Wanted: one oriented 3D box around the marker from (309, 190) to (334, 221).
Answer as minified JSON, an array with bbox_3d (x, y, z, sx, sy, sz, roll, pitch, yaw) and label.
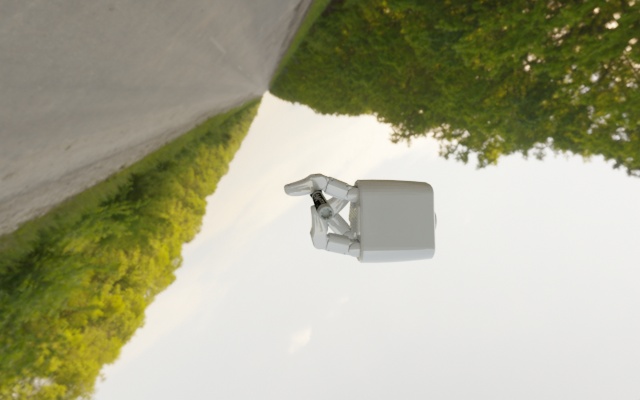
[{"bbox_3d":[0.000,0.002,0.617,0.020,0.020,0.121,0,13,-7],"label":"marker"}]
